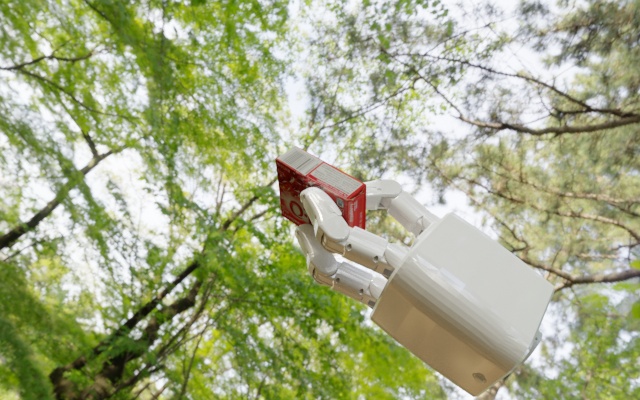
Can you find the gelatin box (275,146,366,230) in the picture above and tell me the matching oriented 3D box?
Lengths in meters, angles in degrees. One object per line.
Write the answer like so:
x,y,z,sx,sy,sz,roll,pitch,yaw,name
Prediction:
0.000,0.001,0.437,0.089,0.073,0.030,32,53,31,gelatin box
